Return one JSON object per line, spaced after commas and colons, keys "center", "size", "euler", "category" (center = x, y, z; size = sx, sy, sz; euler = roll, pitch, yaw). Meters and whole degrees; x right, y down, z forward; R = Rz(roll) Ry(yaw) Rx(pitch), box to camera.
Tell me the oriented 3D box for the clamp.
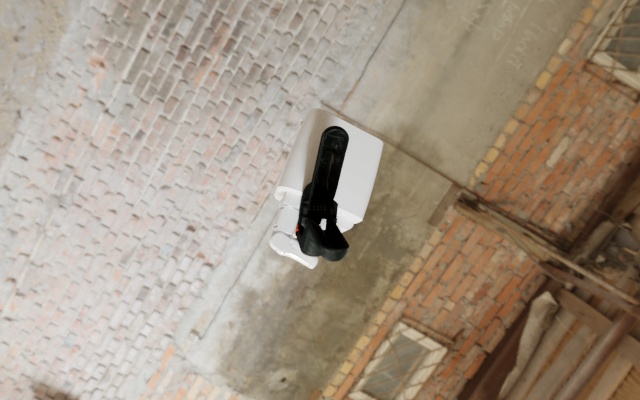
{"center": [0.001, 0.002, 0.475], "size": [0.039, 0.120, 0.171], "euler": [11, -10, -11], "category": "clamp"}
